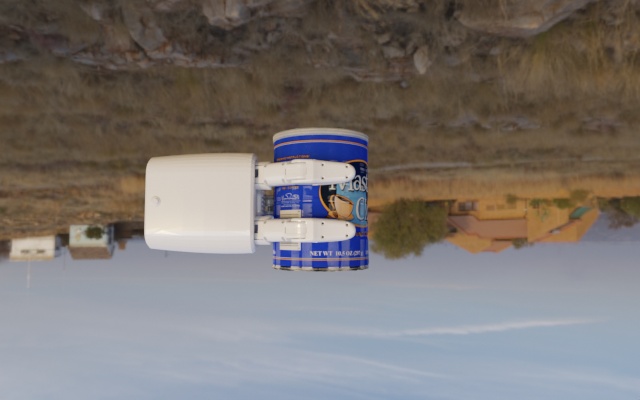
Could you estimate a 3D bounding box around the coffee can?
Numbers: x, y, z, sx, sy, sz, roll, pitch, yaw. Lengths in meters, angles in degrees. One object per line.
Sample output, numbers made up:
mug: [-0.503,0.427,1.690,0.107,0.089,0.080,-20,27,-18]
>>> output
coffee can: [0.000,0.002,0.510,0.103,0.140,0.103,0,-4,0]
